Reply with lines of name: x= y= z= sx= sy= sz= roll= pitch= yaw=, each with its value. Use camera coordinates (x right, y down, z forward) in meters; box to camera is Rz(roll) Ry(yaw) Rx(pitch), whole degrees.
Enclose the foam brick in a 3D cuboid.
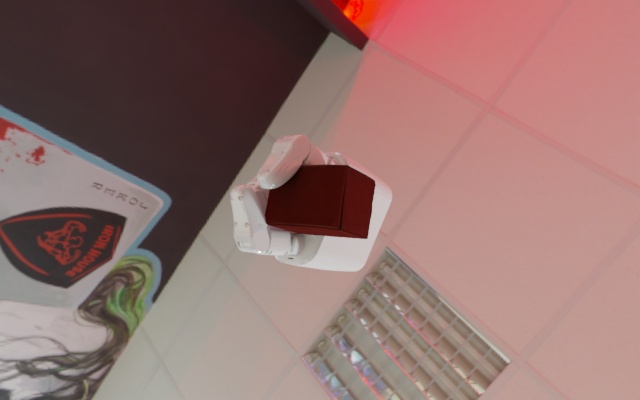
foam brick: x=0.000 y=0.001 z=0.406 sx=0.078 sy=0.053 sz=0.051 roll=3 pitch=-12 yaw=35
